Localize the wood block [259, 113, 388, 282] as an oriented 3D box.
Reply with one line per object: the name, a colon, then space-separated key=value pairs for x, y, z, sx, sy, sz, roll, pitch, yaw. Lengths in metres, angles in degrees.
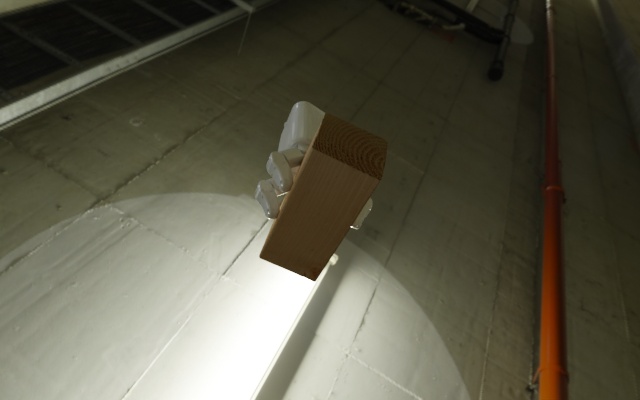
wood block: x=0.000 y=0.002 z=0.638 sx=0.091 sy=0.206 sz=0.090 roll=24 pitch=40 yaw=-5
